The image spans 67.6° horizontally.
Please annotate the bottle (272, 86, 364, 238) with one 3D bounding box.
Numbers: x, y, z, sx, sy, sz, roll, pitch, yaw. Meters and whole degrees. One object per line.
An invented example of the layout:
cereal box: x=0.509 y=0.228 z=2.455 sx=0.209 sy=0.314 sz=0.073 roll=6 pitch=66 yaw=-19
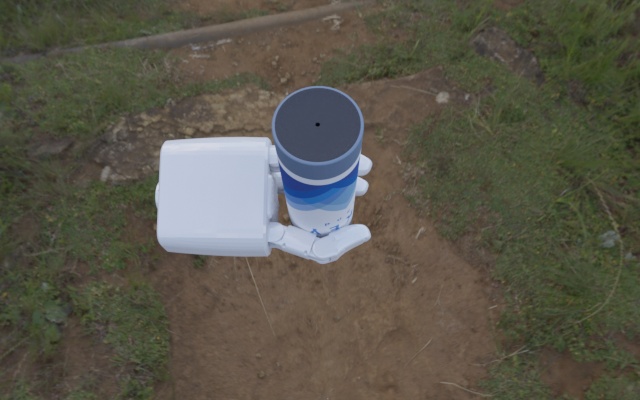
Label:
bottle: x=0.000 y=0.001 z=0.477 sx=0.069 sy=0.069 sz=0.296 roll=0 pitch=-23 yaw=1
